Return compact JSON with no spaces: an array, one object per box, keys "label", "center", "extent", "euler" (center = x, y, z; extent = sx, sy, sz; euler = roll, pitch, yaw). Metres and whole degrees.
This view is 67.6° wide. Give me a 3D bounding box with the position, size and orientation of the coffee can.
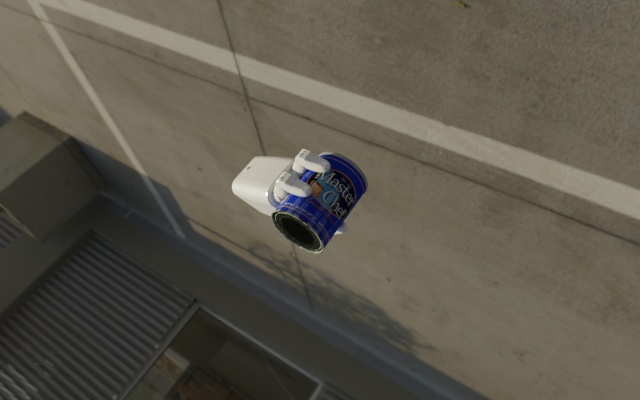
[{"label":"coffee can","center":[0.000,0.003,0.796],"extent":[0.103,0.140,0.103],"euler":[29,-28,17]}]
